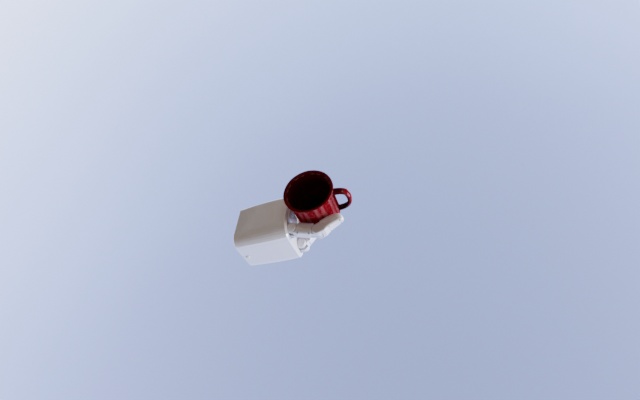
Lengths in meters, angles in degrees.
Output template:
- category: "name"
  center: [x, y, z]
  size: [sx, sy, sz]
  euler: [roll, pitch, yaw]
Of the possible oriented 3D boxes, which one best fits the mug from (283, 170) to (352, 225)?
- category: "mug"
  center: [0.002, 0.003, 0.874]
  size: [0.117, 0.093, 0.082]
  euler: [-12, -37, 12]
